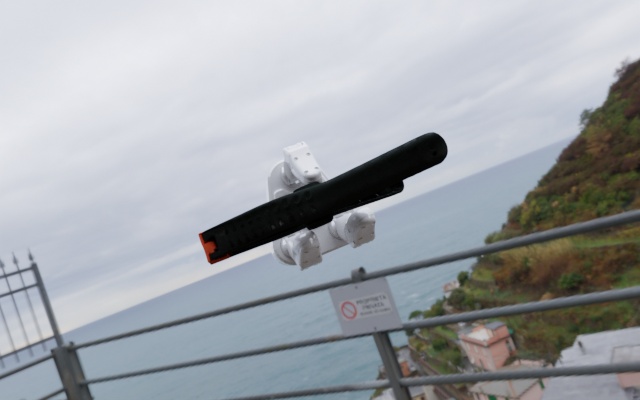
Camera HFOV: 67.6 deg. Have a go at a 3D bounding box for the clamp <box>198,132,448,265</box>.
[{"bbox_3d":[-0.001,0.001,0.405,0.210,0.036,0.164,-21,-8,-12],"label":"clamp"}]
